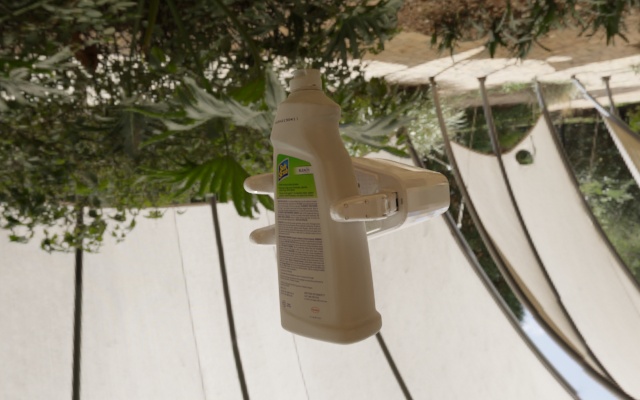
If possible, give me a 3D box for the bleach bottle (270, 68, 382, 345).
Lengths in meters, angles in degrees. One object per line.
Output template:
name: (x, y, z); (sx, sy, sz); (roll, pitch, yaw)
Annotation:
bleach bottle: (0.000, 0.002, 0.459); (0.102, 0.251, 0.068); (-1, 5, 41)
